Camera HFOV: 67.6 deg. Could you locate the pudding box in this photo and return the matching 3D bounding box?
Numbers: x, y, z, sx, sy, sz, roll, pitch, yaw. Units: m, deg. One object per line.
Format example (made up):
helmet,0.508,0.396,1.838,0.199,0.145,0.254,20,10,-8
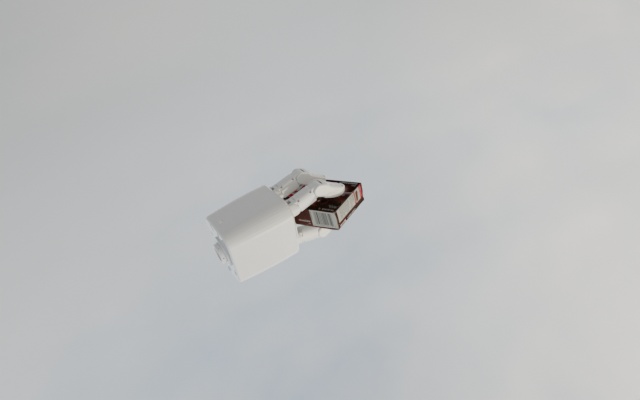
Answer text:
pudding box,0.000,0.003,0.767,0.113,0.039,0.090,9,38,31
